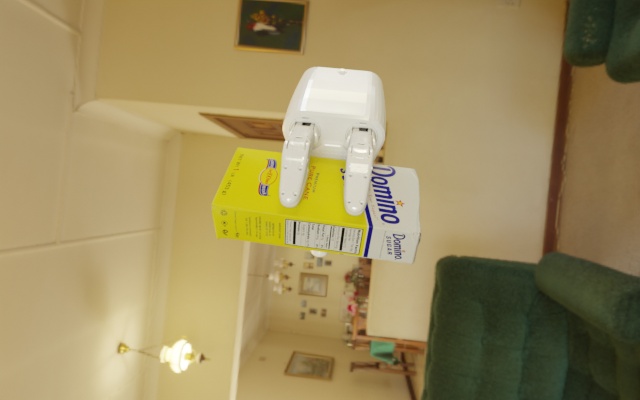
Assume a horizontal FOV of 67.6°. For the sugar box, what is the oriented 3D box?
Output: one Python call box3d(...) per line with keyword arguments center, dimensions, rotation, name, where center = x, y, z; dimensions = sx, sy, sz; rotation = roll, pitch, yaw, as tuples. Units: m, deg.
box3d(center=(0.000, 0.001, 0.435), dimensions=(0.176, 0.048, 0.093), rotation=(5, 40, 4), name="sugar box")
